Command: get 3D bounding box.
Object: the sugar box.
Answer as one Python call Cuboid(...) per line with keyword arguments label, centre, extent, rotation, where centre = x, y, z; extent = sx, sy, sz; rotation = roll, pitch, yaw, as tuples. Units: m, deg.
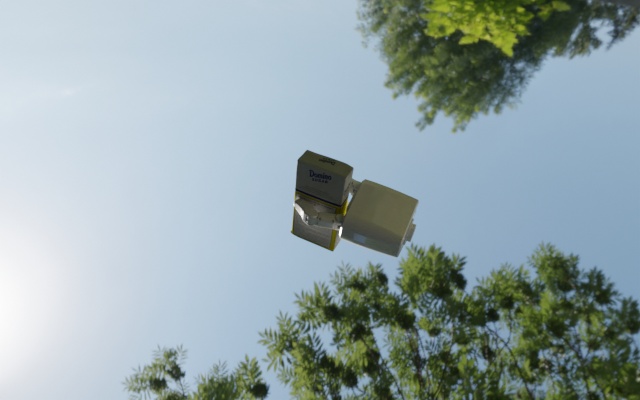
Cuboid(label="sugar box", centre=(0.000, 0.003, 0.857), extent=(0.093, 0.176, 0.048), rotation=(21, 40, 15))
